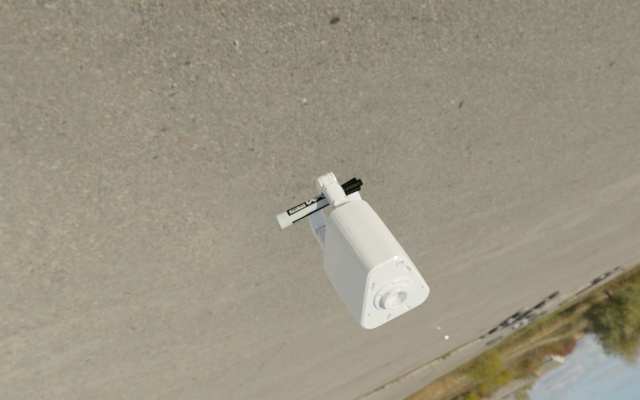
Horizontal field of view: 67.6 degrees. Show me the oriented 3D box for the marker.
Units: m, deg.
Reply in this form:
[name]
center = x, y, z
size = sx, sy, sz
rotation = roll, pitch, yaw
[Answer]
[marker]
center = 0.000, 0.002, 0.617
size = 0.121, 0.020, 0.020
rotation = -26, 3, -7
